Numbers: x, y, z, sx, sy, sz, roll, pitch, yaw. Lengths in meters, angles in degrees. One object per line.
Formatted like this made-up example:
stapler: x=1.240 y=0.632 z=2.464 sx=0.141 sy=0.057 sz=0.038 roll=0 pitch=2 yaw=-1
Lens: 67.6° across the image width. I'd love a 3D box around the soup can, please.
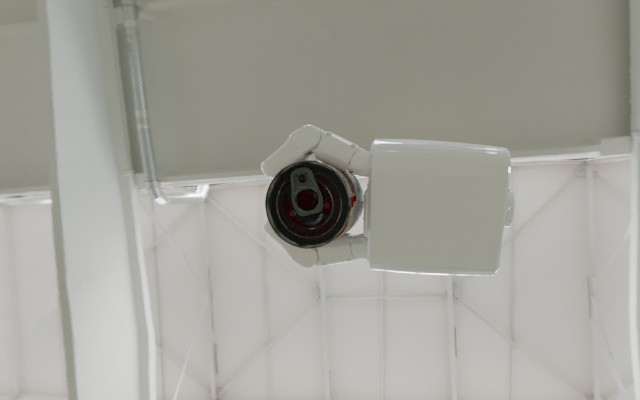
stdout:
soup can: x=0.000 y=0.001 z=0.415 sx=0.068 sy=0.068 sz=0.102 roll=0 pitch=2 yaw=12
